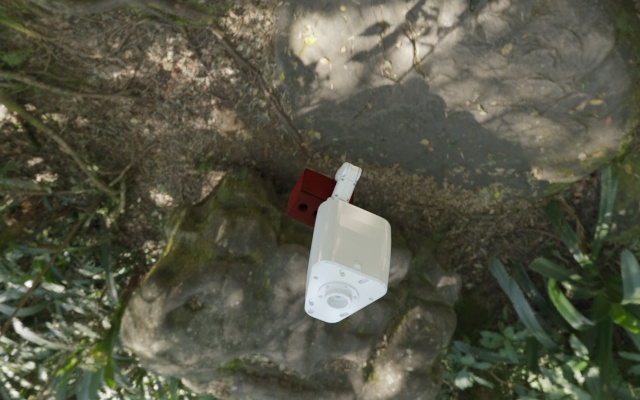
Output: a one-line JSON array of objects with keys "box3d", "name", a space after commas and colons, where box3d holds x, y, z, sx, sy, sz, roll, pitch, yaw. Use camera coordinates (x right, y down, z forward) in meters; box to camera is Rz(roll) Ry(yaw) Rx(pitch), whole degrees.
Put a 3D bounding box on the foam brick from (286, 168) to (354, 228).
[{"box3d": [0.000, 0.002, 0.653, 0.078, 0.051, 0.053, 23, -49, -11], "name": "foam brick"}]
